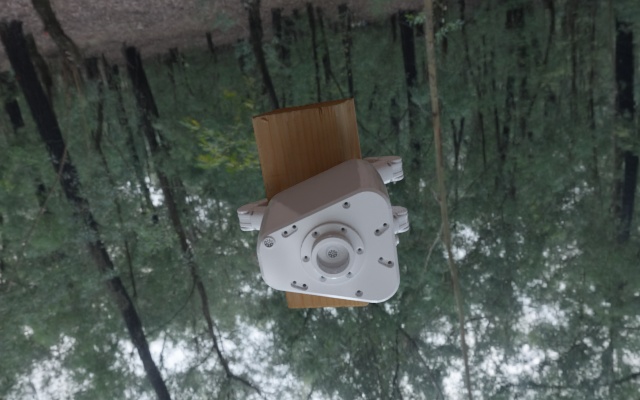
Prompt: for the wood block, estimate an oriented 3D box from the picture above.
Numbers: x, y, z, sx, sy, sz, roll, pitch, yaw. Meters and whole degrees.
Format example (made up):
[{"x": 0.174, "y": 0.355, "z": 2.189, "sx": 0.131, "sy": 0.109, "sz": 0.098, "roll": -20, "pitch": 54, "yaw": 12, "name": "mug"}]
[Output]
[{"x": 0.000, "y": 0.002, "z": 0.515, "sx": 0.091, "sy": 0.206, "sz": 0.090, "roll": -5, "pitch": 15, "yaw": 15, "name": "wood block"}]
